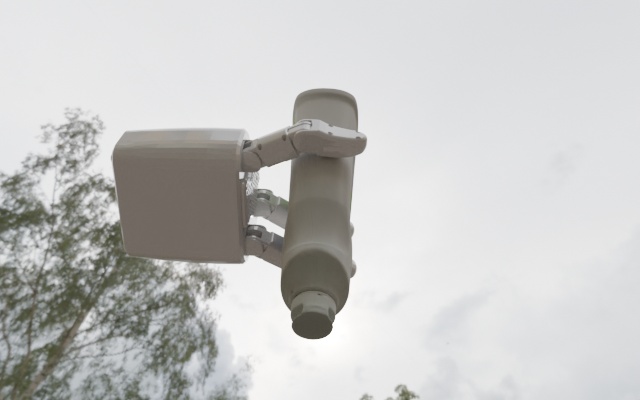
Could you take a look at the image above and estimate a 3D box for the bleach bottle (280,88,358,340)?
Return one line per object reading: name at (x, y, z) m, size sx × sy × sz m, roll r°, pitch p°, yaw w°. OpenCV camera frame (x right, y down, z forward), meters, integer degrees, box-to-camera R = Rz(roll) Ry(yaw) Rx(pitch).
bleach bottle at (0.000, 0.001, 0.408) m, size 0.068 × 0.103 × 0.250 m, roll 1°, pitch 37°, yaw 2°
